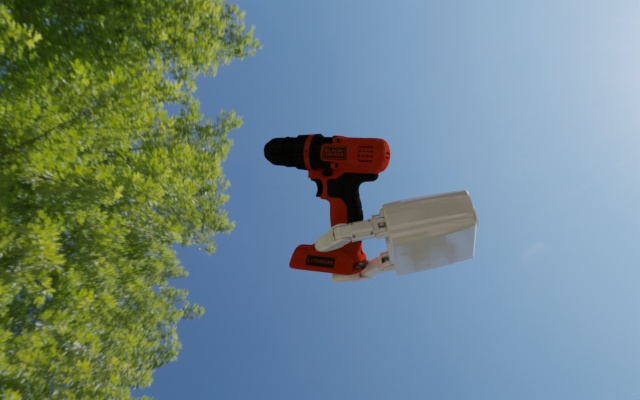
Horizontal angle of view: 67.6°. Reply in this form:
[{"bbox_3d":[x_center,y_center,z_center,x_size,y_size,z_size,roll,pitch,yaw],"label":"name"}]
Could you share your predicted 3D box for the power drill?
[{"bbox_3d":[0.000,0.003,0.658,0.184,0.187,0.057,4,4,25],"label":"power drill"}]
